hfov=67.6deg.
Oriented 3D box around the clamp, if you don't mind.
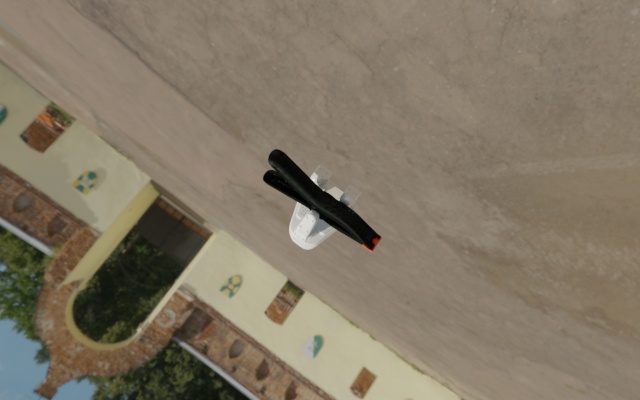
[{"bbox_3d":[0.000,0.003,0.697,0.210,0.036,0.164,35,-10,3],"label":"clamp"}]
